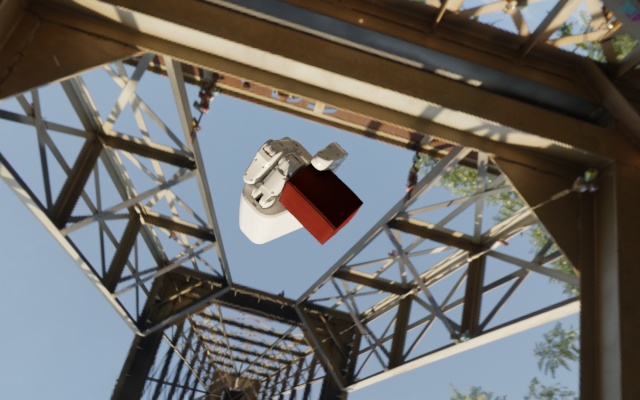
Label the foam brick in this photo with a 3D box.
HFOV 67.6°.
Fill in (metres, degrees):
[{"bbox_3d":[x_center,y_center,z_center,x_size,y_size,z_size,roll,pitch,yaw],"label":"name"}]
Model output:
[{"bbox_3d":[0.000,0.002,0.554,0.053,0.078,0.051,-39,-11,-31],"label":"foam brick"}]
